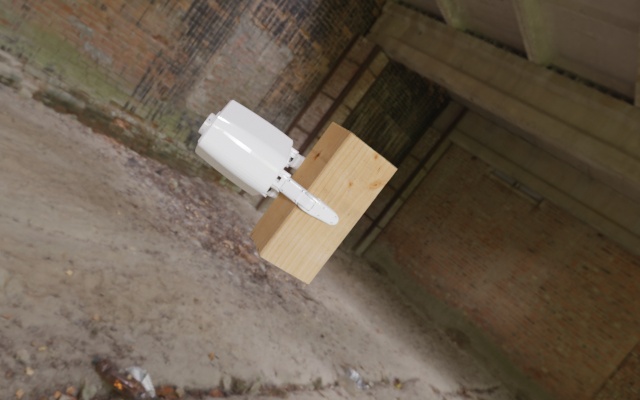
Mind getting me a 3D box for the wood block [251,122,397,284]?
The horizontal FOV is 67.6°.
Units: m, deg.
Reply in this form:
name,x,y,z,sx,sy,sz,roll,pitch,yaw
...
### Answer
name,x,y,z,sx,sy,sz,roll,pitch,yaw
wood block,0.000,0.002,0.687,0.090,0.206,0.090,34,6,-24
